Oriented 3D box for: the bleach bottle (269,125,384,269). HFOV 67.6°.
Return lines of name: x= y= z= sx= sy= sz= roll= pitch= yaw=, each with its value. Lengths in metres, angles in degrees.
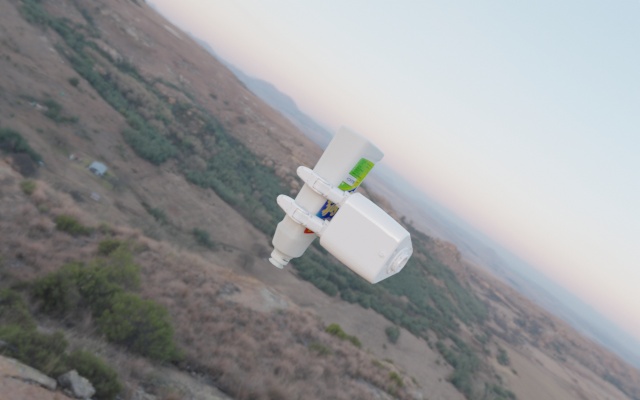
bleach bottle: x=0.000 y=0.002 z=0.782 sx=0.068 sy=0.251 sz=0.102 roll=37 pitch=7 yaw=24
